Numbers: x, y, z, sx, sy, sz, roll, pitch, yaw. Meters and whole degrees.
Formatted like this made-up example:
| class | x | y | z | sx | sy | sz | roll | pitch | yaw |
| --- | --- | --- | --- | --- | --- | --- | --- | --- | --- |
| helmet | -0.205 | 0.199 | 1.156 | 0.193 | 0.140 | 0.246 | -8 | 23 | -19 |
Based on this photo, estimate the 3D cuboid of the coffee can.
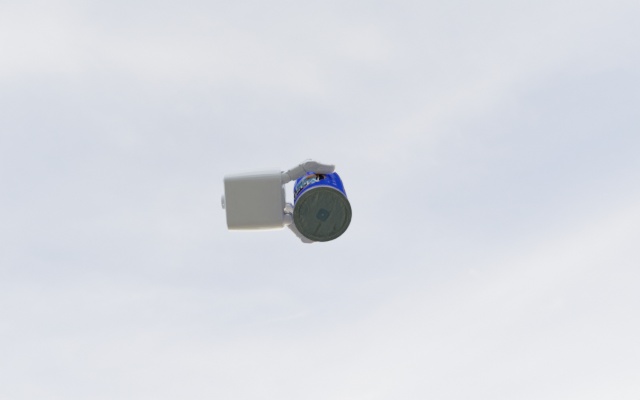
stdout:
| class | x | y | z | sx | sy | sz | roll | pitch | yaw |
| --- | --- | --- | --- | --- | --- | --- | --- | --- | --- |
| coffee can | 0.000 | 0.003 | 0.884 | 0.103 | 0.103 | 0.140 | 0 | 19 | -3 |
